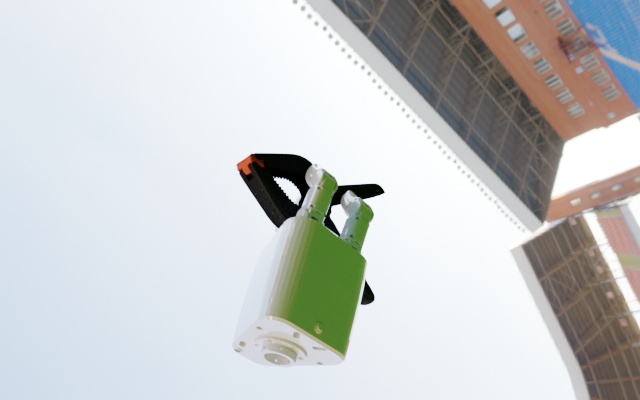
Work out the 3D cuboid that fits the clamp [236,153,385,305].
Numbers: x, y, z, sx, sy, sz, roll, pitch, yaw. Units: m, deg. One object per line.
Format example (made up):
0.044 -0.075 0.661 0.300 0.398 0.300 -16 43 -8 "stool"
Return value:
-0.001 0.002 0.545 0.210 0.164 0.036 38 -43 -25 "clamp"
